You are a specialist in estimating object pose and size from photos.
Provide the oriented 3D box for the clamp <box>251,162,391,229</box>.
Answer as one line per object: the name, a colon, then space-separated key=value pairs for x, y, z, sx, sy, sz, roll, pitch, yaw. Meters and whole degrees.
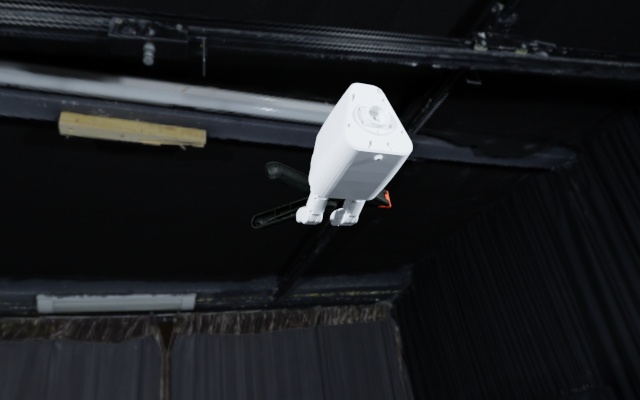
clamp: x=0.001 y=0.002 z=0.712 sx=0.210 sy=0.036 sz=0.165 roll=4 pitch=-30 yaw=-22
